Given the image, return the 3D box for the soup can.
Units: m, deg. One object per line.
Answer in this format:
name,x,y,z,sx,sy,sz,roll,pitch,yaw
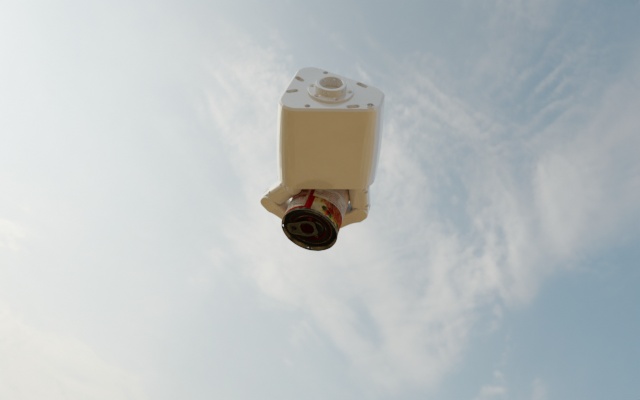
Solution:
soup can,0.000,0.002,0.585,0.068,0.069,0.102,0,41,21
